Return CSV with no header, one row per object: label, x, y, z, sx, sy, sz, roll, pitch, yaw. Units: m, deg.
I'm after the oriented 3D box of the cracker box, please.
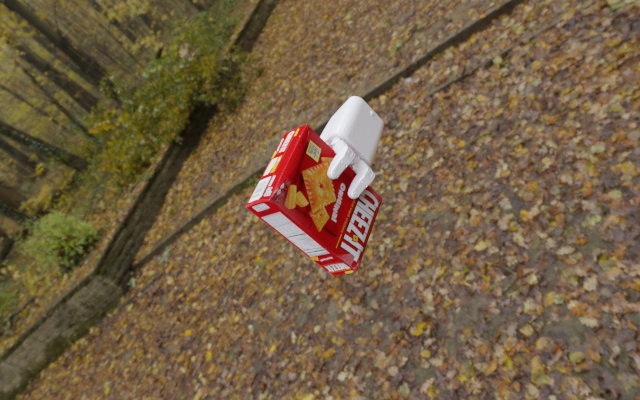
cracker box,0.000,0.003,0.817,0.214,0.164,0.072,41,-35,-27
